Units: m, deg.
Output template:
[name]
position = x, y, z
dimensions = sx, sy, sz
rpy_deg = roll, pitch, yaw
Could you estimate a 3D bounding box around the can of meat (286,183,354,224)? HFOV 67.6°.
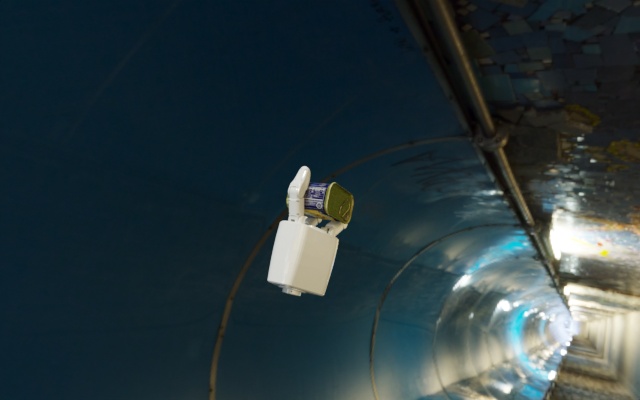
[can of meat]
position = 0.000, 0.003, 0.853
dimensions = 0.084, 0.057, 0.102
rpy_deg = 6, -12, 29
